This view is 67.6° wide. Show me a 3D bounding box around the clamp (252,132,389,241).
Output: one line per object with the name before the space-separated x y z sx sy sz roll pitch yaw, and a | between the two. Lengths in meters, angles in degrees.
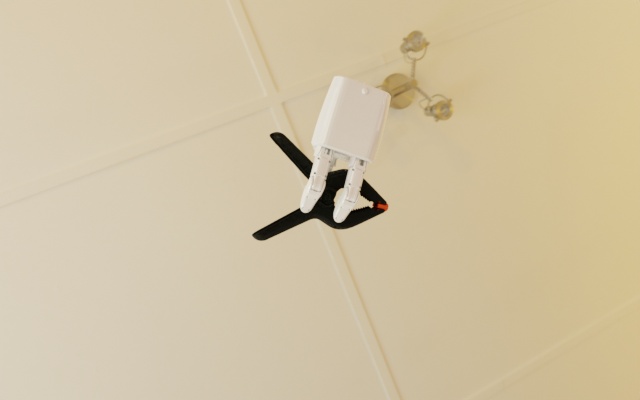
clamp | 0.001 0.002 0.738 0.210 0.164 0.036 17 3 -14
